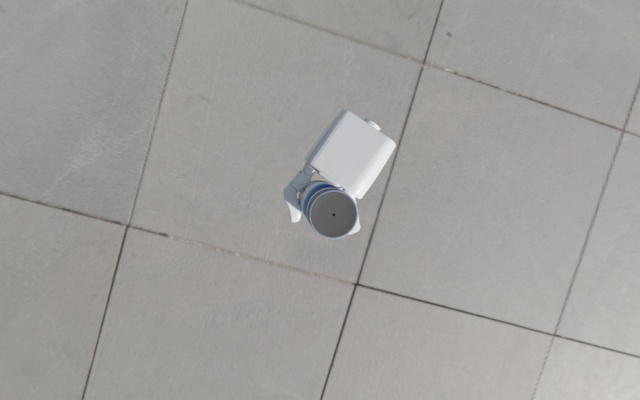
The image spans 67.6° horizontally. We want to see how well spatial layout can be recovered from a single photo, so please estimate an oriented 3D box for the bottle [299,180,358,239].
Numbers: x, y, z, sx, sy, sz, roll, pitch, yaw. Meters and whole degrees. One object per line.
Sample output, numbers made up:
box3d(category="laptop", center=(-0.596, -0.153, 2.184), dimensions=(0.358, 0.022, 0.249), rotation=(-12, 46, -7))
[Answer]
box3d(category="bottle", center=(0.000, 0.003, 0.774), dimensions=(0.069, 0.069, 0.295), rotation=(0, 6, -7))
